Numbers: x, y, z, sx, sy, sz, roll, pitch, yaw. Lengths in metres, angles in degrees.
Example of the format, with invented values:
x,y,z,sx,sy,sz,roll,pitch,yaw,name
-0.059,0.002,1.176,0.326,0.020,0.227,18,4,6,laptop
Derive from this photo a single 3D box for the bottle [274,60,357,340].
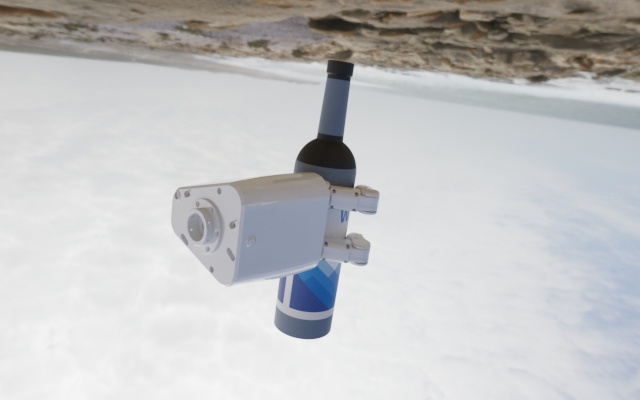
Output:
x,y,z,sx,sy,sz,roll,pitch,yaw,name
0.000,0.002,0.516,0.069,0.296,0.069,8,13,-2,bottle
